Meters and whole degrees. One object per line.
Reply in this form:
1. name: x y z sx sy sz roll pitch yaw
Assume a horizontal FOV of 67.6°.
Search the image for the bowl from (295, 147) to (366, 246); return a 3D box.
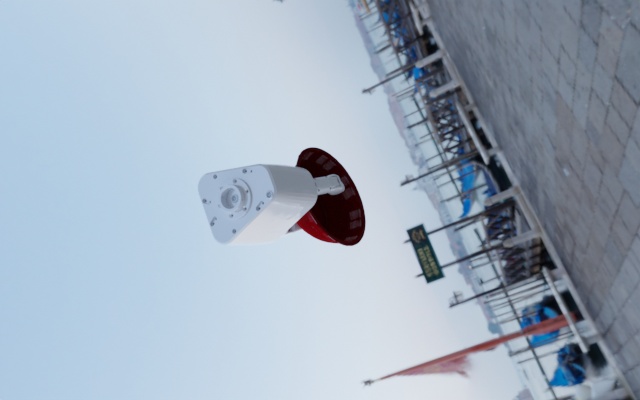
1. bowl: 0.001 0.003 0.727 0.055 0.162 0.162 -28 -16 31
